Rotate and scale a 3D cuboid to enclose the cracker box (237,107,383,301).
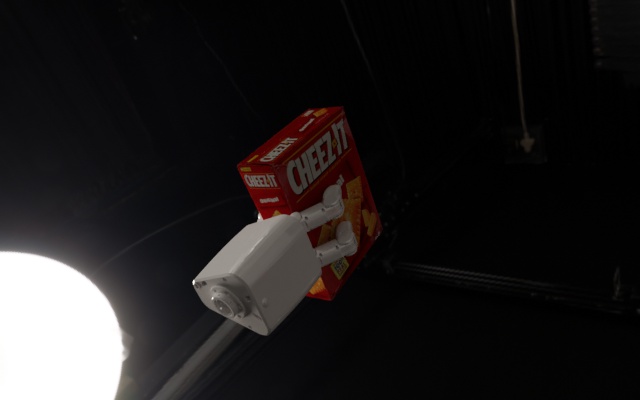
[{"bbox_3d":[0.000,0.002,0.659,0.072,0.214,0.164,3,35,38],"label":"cracker box"}]
